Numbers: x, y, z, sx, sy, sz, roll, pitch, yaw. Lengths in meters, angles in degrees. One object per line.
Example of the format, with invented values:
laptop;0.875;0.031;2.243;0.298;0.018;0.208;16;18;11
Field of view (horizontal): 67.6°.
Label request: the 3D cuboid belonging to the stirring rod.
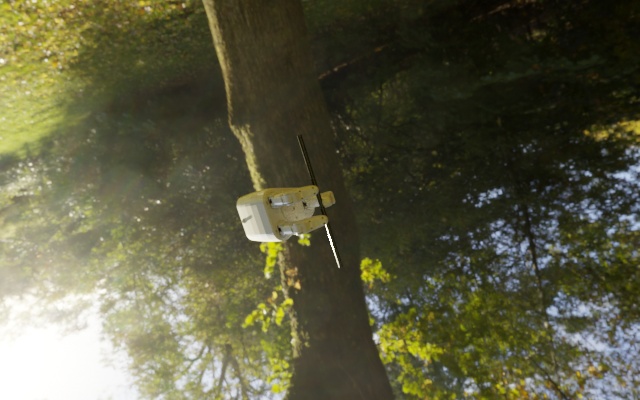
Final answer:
stirring rod;0.000;0.003;0.826;0.011;0.239;0.011;-17;8;2
